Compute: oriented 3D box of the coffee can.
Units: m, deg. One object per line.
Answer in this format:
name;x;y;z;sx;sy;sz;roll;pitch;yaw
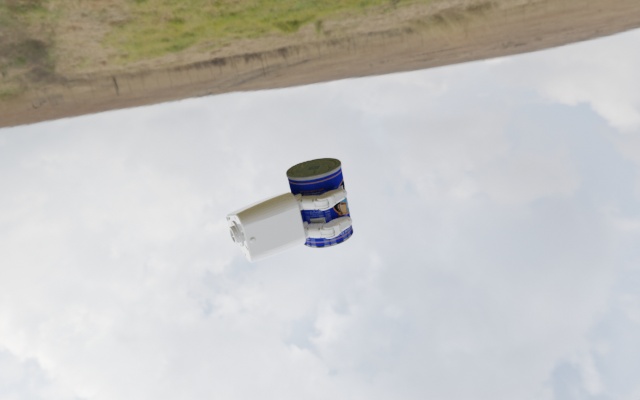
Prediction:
coffee can;0.000;0.003;0.890;0.103;0.140;0.102;-10;21;4
